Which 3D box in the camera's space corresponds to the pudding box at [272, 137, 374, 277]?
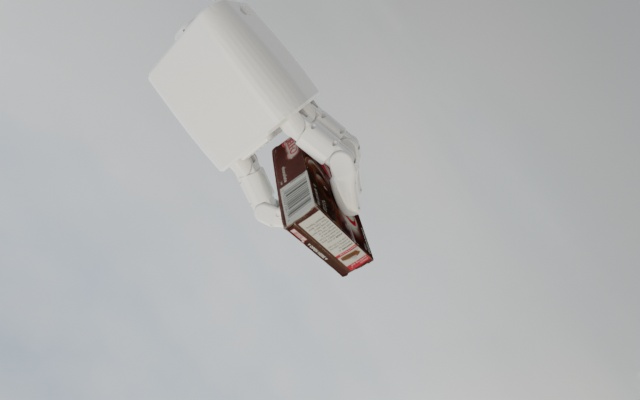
[{"bbox_3d":[0.000,0.001,0.439,0.039,0.113,0.090,-33,-51,18],"label":"pudding box"}]
